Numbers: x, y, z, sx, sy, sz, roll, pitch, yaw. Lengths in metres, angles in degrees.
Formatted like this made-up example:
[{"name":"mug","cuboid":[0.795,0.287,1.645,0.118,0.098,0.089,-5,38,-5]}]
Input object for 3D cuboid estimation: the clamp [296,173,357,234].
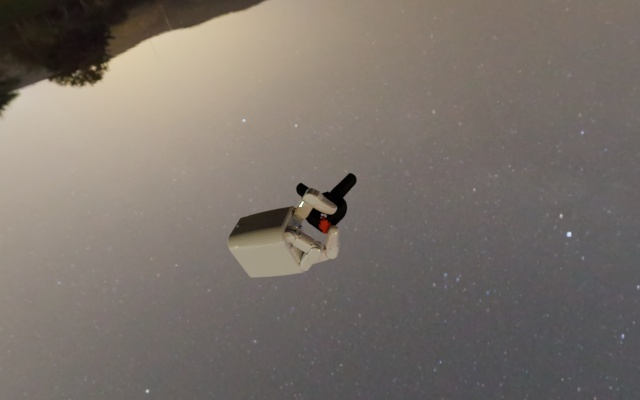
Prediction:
[{"name":"clamp","cuboid":[0.000,0.003,0.885,0.120,0.039,0.171,-12,27,18]}]
